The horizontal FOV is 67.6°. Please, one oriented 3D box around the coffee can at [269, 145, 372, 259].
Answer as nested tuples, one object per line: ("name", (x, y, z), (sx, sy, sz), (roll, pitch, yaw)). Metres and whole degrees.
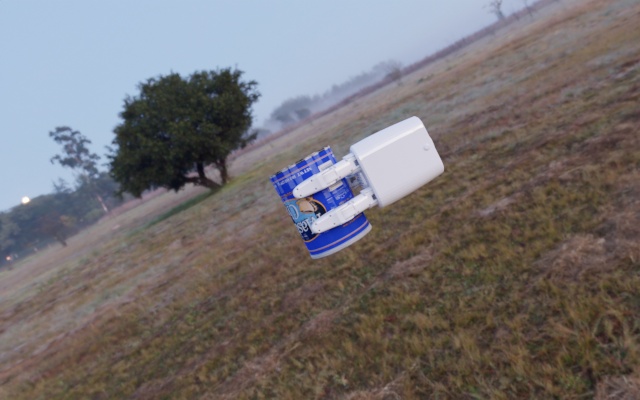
("coffee can", (0.000, 0.003, 0.720), (0.103, 0.140, 0.103), (-28, 5, 3))
